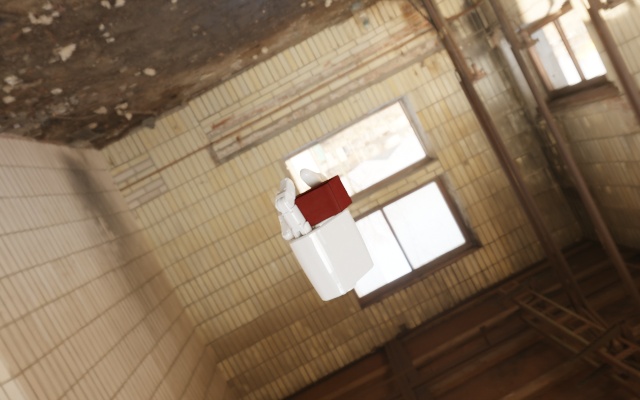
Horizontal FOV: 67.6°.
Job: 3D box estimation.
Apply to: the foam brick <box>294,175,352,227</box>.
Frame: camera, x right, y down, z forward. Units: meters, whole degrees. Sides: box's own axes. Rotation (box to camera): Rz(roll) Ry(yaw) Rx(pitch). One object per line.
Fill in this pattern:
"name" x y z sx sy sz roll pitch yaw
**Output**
"foam brick" 0.000 0.002 0.733 0.078 0.051 0.053 -26 4 27
